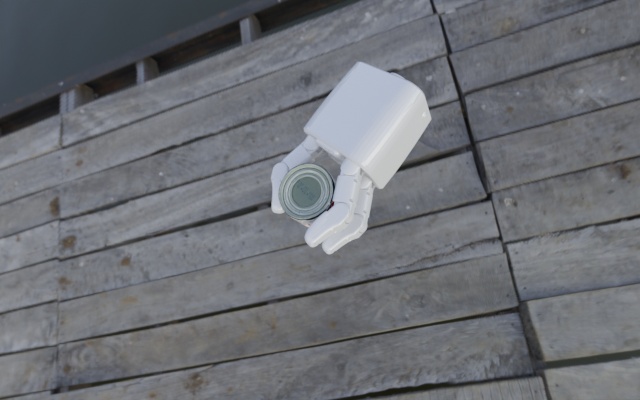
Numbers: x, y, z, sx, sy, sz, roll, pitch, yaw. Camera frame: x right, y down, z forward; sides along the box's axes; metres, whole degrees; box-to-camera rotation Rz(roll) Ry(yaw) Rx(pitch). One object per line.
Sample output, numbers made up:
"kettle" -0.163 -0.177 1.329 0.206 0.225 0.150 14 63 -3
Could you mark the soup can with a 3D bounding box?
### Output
"soup can" 0.000 0.002 0.570 0.068 0.068 0.102 0 -14 20
